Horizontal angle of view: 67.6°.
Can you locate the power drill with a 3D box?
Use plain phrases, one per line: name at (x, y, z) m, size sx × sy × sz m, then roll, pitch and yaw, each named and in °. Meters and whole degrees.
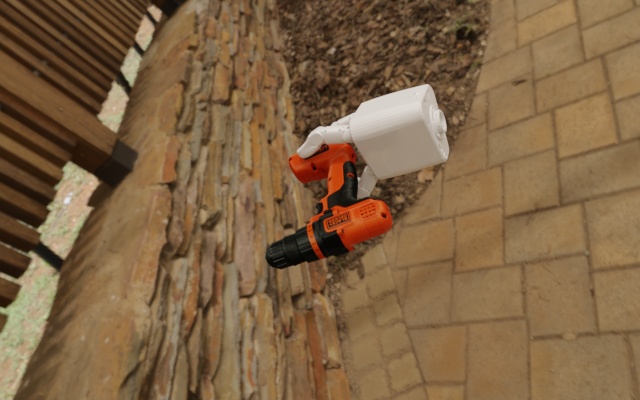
power drill at (0.000, 0.002, 0.700) m, size 0.184 × 0.187 × 0.057 m, roll -20°, pitch -42°, yaw 11°
